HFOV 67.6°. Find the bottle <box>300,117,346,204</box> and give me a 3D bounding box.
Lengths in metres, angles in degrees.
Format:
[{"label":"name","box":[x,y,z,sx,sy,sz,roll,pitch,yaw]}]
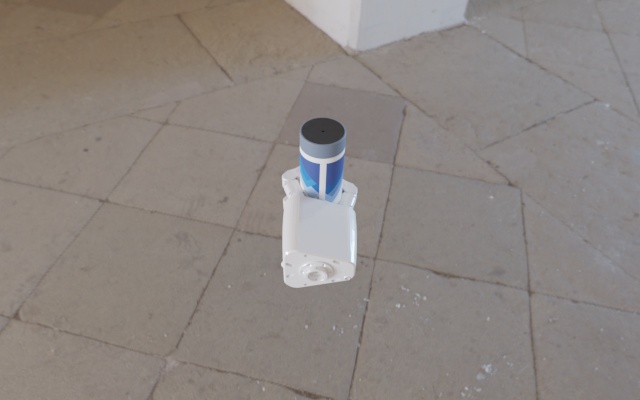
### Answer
[{"label":"bottle","box":[0.000,0.002,0.786,0.069,0.069,0.296,0,-44,-2]}]
